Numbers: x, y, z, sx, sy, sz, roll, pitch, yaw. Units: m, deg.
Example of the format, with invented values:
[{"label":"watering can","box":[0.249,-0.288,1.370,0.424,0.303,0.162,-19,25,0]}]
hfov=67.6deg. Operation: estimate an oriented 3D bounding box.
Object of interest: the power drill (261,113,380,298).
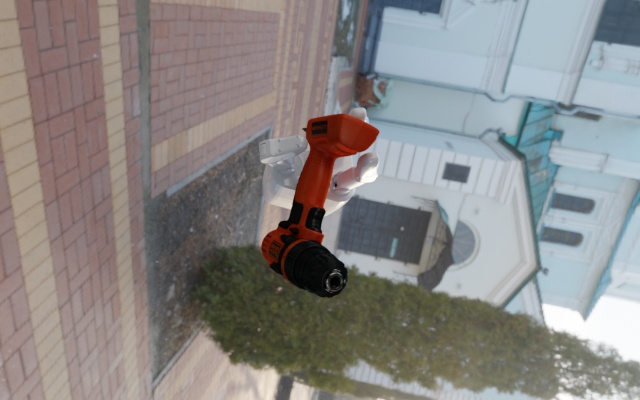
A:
[{"label":"power drill","box":[0.000,0.001,0.522,0.057,0.187,0.184,22,-3,-25]}]
